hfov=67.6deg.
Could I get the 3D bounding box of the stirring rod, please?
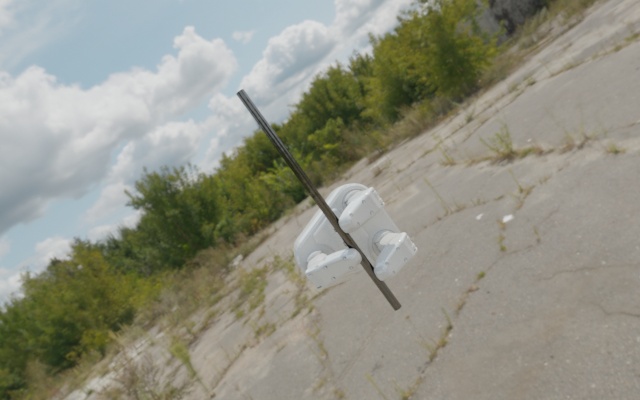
[{"bbox_3d":[0.000,0.001,0.428,0.011,0.239,0.011,-36,4,3],"label":"stirring rod"}]
